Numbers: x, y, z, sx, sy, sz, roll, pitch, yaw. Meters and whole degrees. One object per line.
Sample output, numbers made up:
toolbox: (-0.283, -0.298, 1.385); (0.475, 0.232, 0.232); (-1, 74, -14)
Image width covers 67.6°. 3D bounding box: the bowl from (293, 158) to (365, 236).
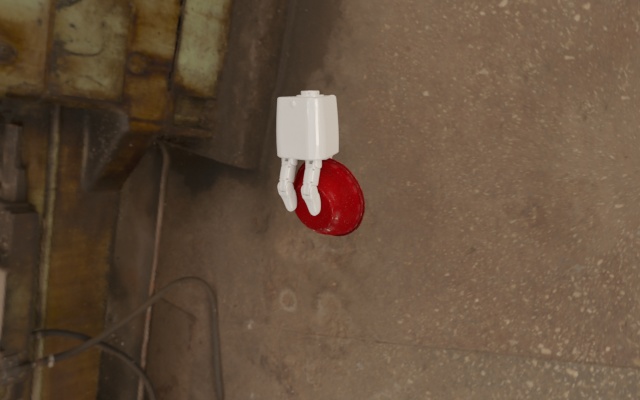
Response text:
bowl: (0.000, 0.004, 0.886); (0.162, 0.162, 0.055); (0, 21, 38)
